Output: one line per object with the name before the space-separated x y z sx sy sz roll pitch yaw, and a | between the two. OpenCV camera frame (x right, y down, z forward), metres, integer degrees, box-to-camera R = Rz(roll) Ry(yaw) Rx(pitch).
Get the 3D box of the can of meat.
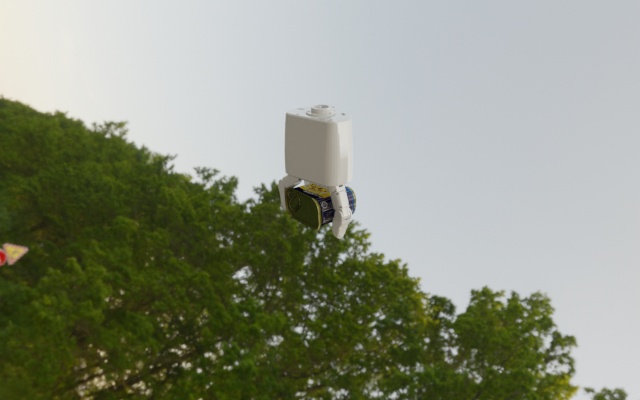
can of meat | 0.000 0.003 0.831 0.084 0.057 0.102 -19 27 -32
